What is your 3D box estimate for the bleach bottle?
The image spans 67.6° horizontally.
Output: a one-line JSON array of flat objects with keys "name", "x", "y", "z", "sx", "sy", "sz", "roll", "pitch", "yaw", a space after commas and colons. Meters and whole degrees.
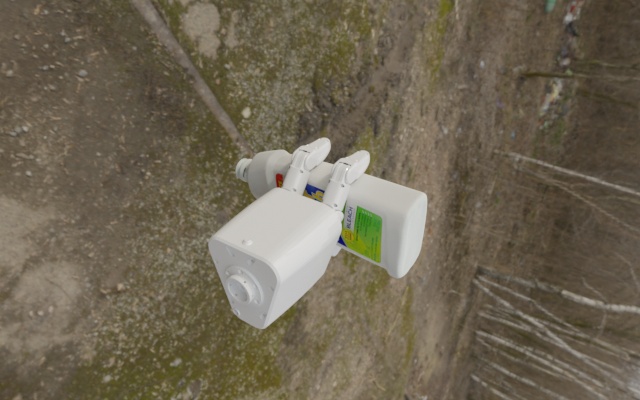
[{"name": "bleach bottle", "x": 0.000, "y": 0.002, "z": 0.587, "sx": 0.251, "sy": 0.103, "sz": 0.068, "roll": 20, "pitch": 38, "yaw": 28}]
